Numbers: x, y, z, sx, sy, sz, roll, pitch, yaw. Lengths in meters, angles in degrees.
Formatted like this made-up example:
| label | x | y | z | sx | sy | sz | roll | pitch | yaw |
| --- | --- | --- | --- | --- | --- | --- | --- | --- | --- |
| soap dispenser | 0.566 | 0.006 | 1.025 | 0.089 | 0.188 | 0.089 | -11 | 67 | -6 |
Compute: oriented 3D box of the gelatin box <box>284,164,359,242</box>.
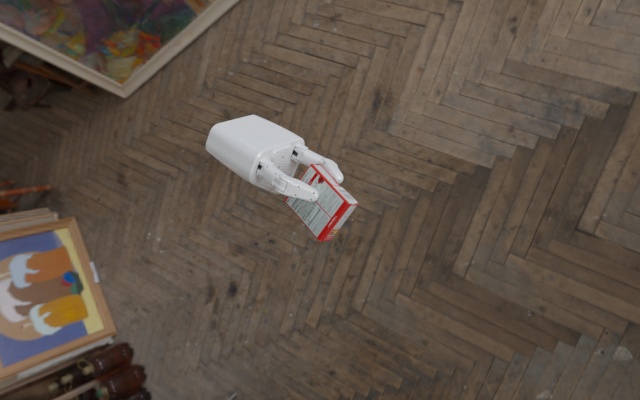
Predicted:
| label | x | y | z | sx | sy | sz | roll | pitch | yaw |
| --- | --- | --- | --- | --- | --- | --- | --- | --- | --- |
| gelatin box | 0.000 | 0.002 | 0.679 | 0.089 | 0.073 | 0.030 | 47 | 25 | 26 |
